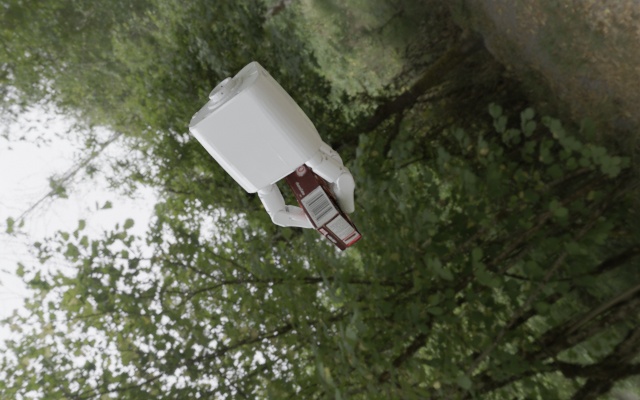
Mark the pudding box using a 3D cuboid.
[{"bbox_3d":[0.000,0.002,0.622,0.039,0.113,0.090,-36,-33,7],"label":"pudding box"}]
